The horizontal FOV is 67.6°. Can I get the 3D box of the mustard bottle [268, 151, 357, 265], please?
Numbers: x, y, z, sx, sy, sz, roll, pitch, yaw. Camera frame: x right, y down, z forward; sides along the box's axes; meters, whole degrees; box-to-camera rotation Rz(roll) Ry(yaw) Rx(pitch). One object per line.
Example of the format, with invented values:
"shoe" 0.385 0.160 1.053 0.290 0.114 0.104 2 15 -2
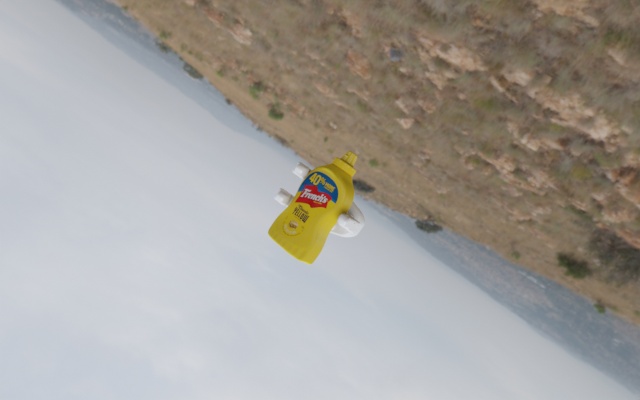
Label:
"mustard bottle" 0.000 0.003 0.781 0.096 0.191 0.058 35 2 38
